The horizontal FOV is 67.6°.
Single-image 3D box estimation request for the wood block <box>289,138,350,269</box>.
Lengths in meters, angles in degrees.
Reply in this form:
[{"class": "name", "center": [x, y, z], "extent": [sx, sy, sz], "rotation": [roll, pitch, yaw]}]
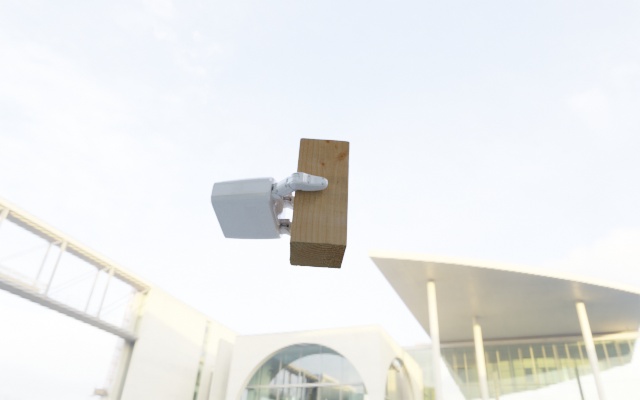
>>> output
[{"class": "wood block", "center": [0.000, 0.002, 0.817], "extent": [0.090, 0.206, 0.091], "rotation": [4, -32, -1]}]
